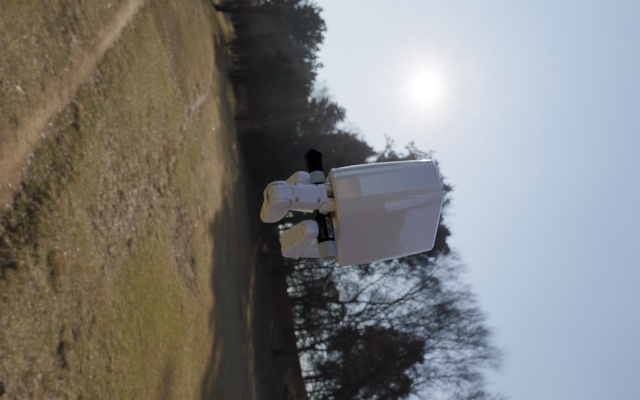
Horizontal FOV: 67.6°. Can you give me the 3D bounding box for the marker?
[{"bbox_3d":[0.000,0.002,0.484,0.020,0.121,0.020,-8,-24,-3],"label":"marker"}]
